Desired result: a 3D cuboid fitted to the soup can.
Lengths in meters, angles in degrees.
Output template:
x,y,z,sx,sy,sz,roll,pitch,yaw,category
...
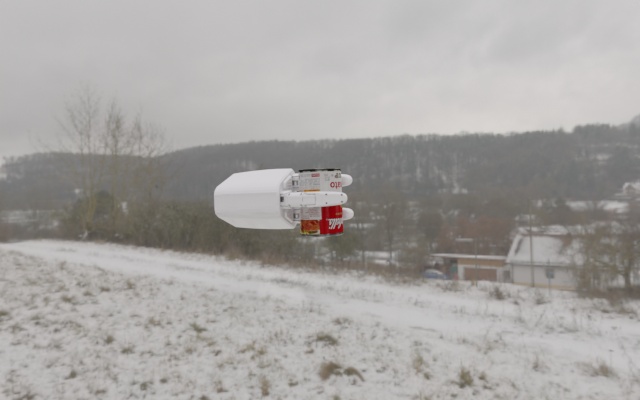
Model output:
x,y,z,sx,sy,sz,roll,pitch,yaw,category
0.001,0.002,0.740,0.068,0.102,0.068,-2,2,0,soup can
